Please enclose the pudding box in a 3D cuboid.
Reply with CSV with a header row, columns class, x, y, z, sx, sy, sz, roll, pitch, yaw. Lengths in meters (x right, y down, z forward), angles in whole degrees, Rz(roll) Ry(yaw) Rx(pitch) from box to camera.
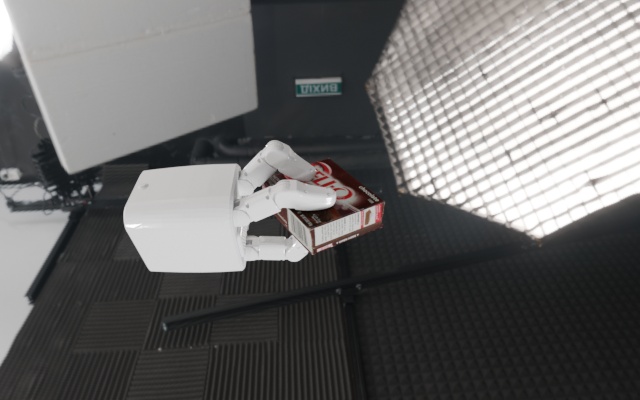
class,x,y,z,sx,sy,sz,roll,pitch,yaw
pudding box,0.000,0.002,0.514,0.090,0.039,0.113,-20,40,-24
